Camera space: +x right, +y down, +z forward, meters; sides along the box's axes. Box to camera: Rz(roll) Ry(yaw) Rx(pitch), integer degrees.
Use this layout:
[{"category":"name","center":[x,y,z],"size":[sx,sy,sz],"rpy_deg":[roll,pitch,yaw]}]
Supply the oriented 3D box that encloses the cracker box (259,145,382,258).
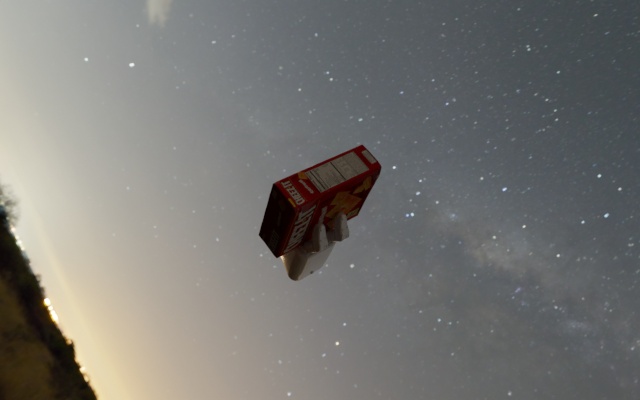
[{"category":"cracker box","center":[0.000,0.003,0.900],"size":[0.213,0.072,0.164],"rpy_deg":[-27,-25,-32]}]
